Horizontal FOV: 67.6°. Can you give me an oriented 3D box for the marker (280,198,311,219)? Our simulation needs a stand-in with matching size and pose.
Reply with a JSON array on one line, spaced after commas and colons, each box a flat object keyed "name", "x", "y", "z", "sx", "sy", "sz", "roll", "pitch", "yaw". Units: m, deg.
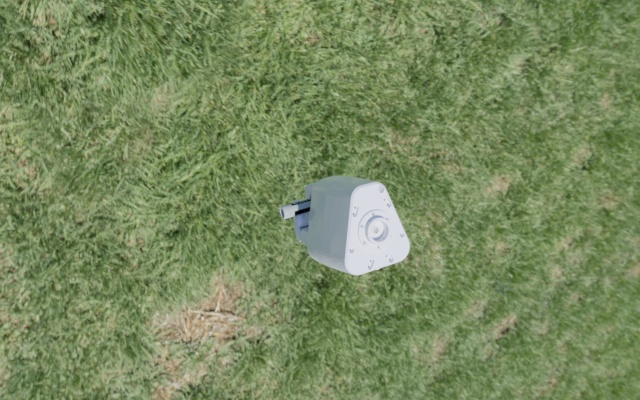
[{"name": "marker", "x": 0.000, "y": 0.002, "z": 0.687, "sx": 0.121, "sy": 0.020, "sz": 0.020, "roll": -15, "pitch": 6, "yaw": -23}]
